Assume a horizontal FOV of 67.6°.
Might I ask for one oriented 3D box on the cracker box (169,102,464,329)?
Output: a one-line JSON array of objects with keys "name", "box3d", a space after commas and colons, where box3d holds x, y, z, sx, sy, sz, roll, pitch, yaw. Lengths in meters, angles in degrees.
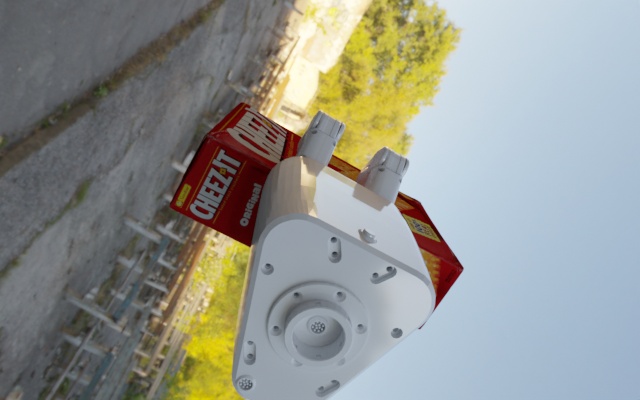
[{"name": "cracker box", "box3d": [0.000, 0.002, 0.419, 0.214, 0.072, 0.164, 29, 16, -10]}]
